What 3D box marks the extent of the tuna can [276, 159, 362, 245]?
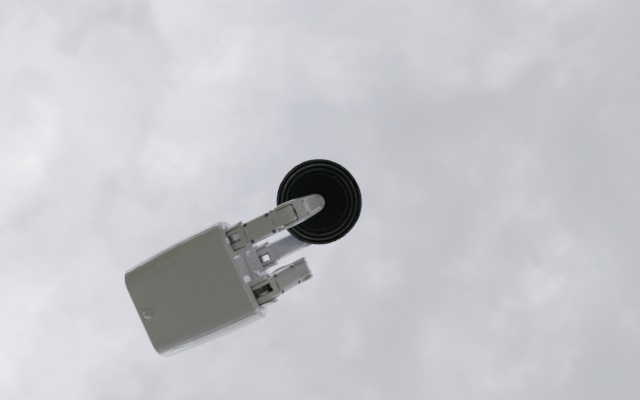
[{"bbox_3d":[0.000,0.002,0.490,0.086,0.086,0.034,0,-1,8],"label":"tuna can"}]
